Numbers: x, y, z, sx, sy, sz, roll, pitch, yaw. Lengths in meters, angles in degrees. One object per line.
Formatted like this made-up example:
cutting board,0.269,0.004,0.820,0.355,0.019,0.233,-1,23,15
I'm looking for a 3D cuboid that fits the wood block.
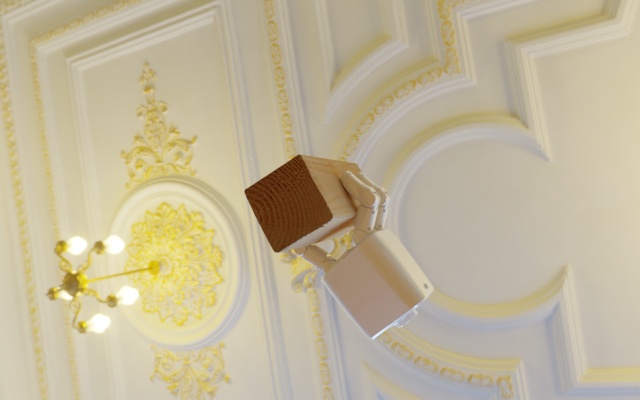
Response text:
wood block,0.000,0.003,0.653,0.091,0.090,0.206,-32,-11,20
